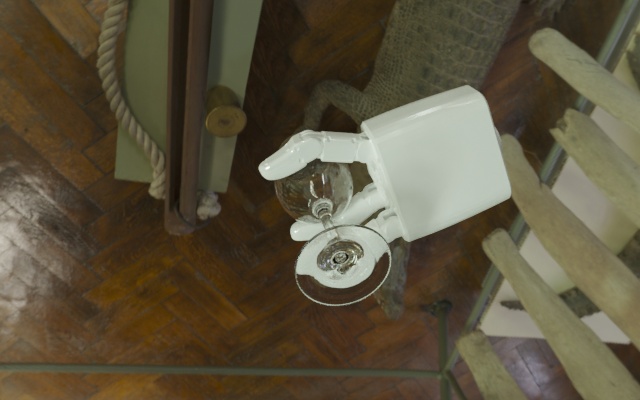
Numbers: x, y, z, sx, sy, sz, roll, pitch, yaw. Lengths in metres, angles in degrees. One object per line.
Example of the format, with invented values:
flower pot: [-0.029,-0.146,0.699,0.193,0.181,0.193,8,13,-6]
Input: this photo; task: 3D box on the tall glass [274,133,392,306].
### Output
tall glass: [0.000,0.002,0.439,0.079,0.079,0.201,0,29,-12]
